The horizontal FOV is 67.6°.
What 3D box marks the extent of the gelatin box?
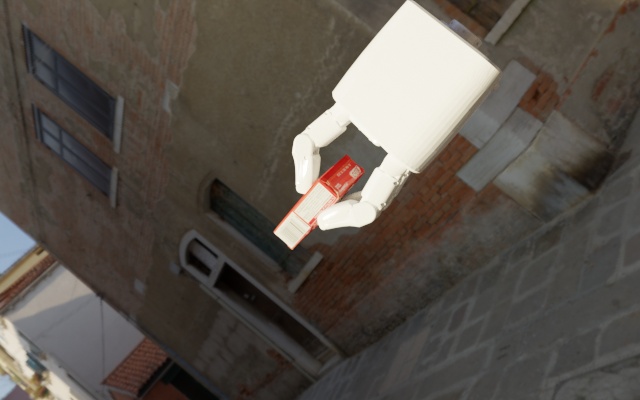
[{"bbox_3d":[0.000,0.002,0.495,0.089,0.030,0.073,-48,-3,33],"label":"gelatin box"}]
